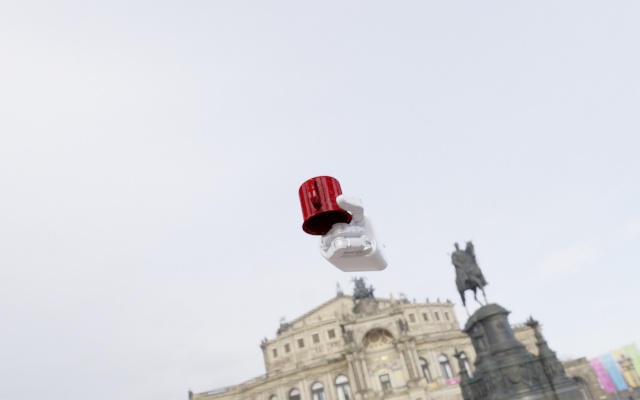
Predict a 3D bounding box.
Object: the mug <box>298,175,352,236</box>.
[{"bbox_3d":[0.000,0.002,0.868,0.093,0.081,0.117,-20,-31,13],"label":"mug"}]
